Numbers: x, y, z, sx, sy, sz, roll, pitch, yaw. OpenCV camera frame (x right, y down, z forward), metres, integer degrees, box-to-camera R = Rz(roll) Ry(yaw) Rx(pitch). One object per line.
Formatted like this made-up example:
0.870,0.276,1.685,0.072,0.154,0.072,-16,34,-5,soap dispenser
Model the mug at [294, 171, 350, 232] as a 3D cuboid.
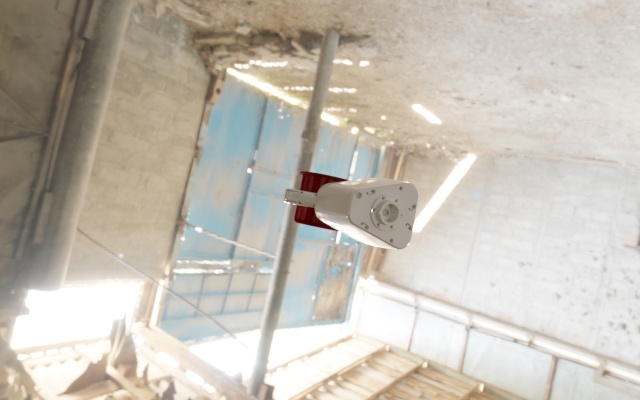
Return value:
-0.001,0.003,0.775,0.093,0.081,0.117,13,-2,-22,mug
